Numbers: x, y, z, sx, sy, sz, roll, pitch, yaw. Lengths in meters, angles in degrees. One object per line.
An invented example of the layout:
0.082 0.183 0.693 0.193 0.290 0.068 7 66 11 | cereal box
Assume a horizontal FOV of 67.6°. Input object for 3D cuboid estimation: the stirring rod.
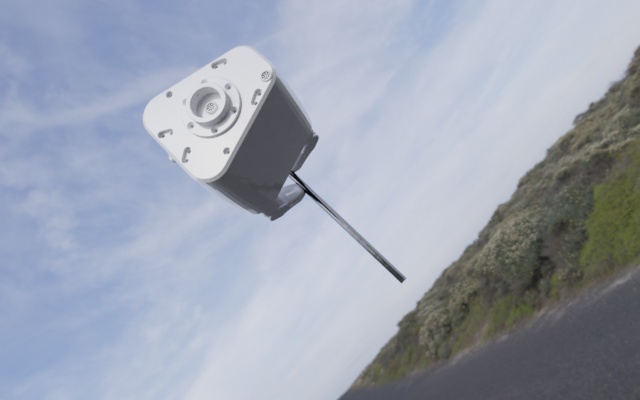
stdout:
0.000 0.002 0.513 0.239 0.011 0.011 43 16 18 | stirring rod
